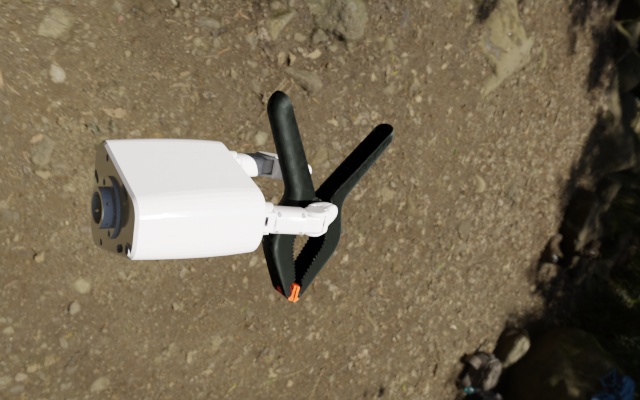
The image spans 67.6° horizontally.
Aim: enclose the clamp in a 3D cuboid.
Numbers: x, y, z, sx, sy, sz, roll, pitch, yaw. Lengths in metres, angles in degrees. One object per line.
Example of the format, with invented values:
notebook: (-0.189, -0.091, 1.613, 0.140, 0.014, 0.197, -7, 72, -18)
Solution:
clamp: (0.000, 0.002, 0.490, 0.164, 0.210, 0.036, -2, 21, -41)
